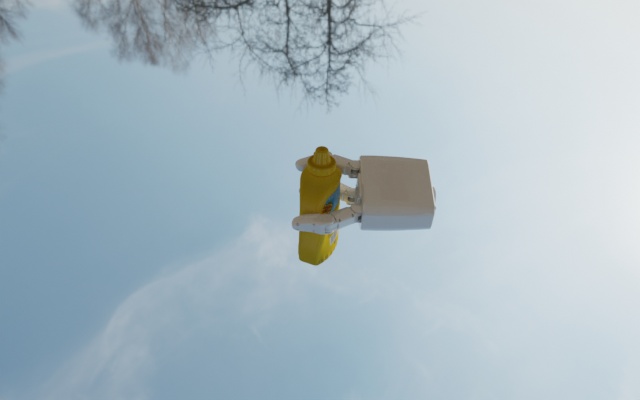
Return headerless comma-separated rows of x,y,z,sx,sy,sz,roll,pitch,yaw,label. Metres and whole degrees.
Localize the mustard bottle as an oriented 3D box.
0.000,0.003,0.723,0.058,0.192,0.096,17,42,17,mustard bottle
